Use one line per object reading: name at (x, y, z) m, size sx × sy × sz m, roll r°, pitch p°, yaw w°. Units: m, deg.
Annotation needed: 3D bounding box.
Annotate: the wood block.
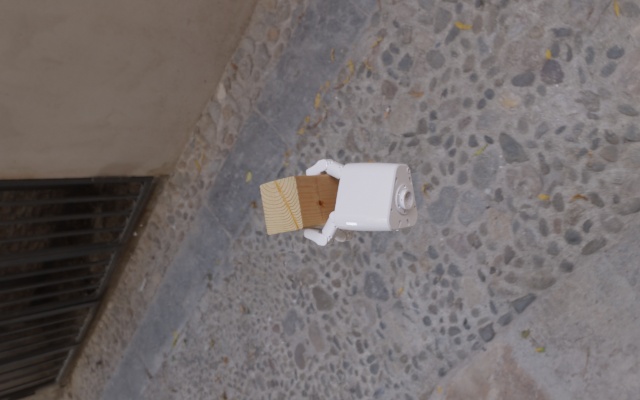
wood block at (0.000, 0.003, 0.881) m, size 0.090 × 0.091 × 0.206 m, roll -12°, pitch -5°, yaw 41°
